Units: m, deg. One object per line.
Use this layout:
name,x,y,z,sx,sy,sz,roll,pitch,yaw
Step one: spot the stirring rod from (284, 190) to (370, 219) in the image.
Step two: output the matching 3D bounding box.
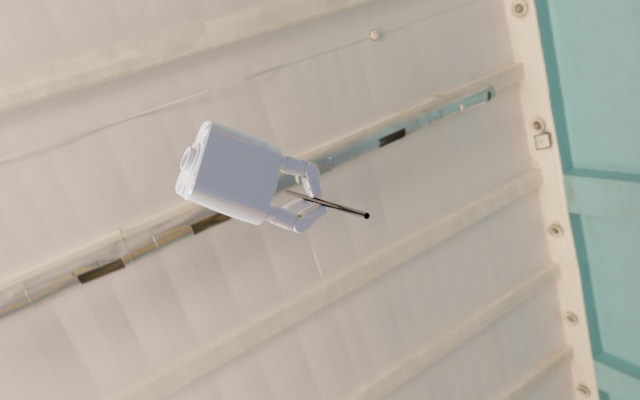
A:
stirring rod,0.000,0.002,0.676,0.011,0.011,0.239,0,8,-28
